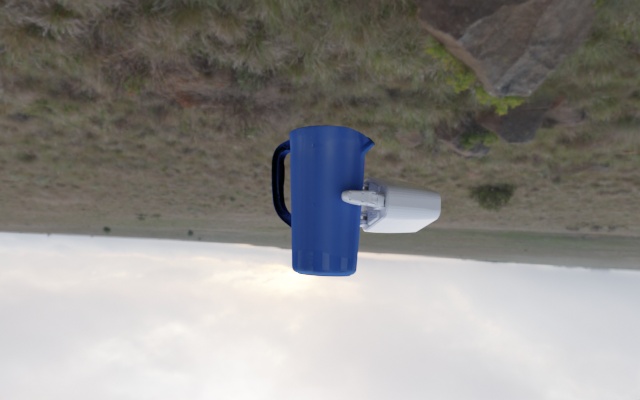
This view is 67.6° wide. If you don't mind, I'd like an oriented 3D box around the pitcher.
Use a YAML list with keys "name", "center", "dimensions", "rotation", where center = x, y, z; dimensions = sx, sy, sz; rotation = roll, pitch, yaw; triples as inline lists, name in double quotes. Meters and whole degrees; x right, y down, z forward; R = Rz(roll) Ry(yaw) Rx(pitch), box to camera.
- name: "pitcher"
  center: [0.000, 0.003, 0.807]
  dimensions: [0.145, 0.243, 0.149]
  rotation: [4, -6, -20]
